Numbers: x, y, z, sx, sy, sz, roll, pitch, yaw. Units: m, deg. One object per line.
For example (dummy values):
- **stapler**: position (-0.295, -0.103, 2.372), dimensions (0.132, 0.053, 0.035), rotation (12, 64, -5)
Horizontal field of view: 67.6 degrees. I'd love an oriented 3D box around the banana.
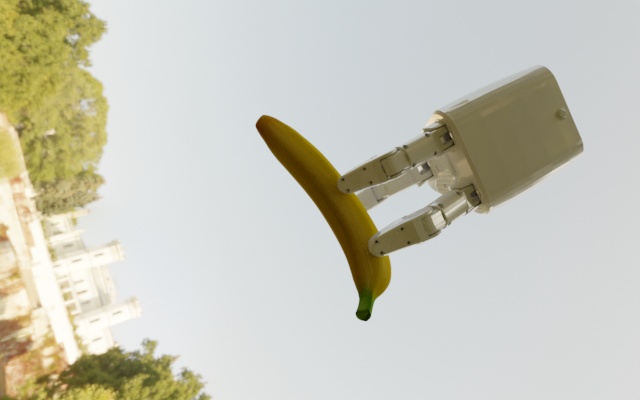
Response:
- **banana**: position (0.010, 0.005, 0.417), dimensions (0.037, 0.197, 0.069), rotation (-37, -19, 21)
